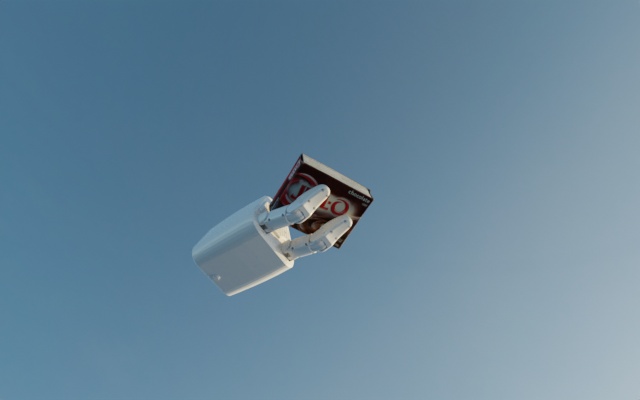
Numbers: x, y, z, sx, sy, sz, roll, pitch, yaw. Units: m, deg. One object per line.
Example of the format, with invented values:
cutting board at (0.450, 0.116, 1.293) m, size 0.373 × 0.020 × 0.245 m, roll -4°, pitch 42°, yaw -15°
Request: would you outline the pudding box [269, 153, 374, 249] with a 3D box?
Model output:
pudding box at (0.000, 0.002, 0.642) m, size 0.113 × 0.090 × 0.039 m, roll 25°, pitch 24°, yaw -19°
